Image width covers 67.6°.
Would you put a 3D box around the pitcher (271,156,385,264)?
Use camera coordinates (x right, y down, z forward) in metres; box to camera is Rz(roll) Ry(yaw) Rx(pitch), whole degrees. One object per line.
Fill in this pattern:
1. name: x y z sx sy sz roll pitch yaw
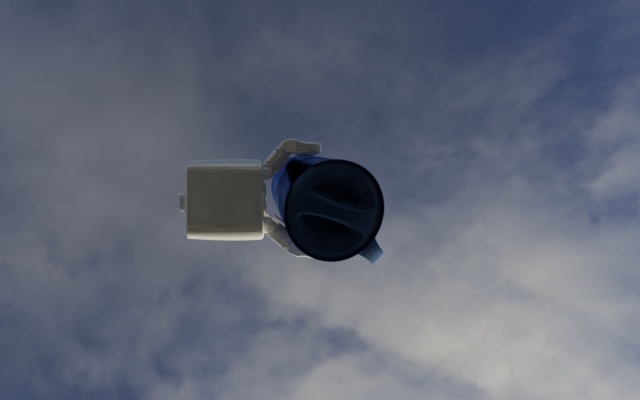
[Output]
1. pitcher: 0.000 0.002 0.716 0.145 0.149 0.243 -1 10 -12
